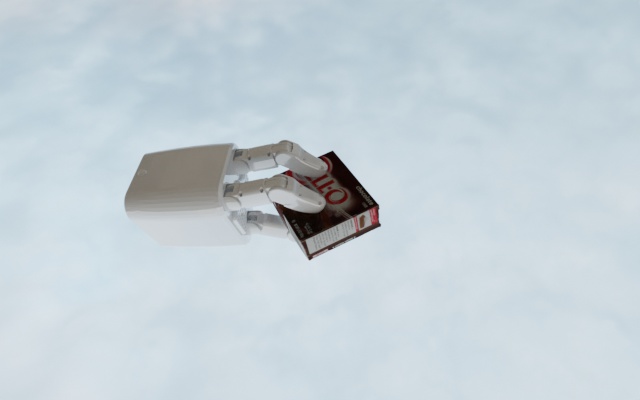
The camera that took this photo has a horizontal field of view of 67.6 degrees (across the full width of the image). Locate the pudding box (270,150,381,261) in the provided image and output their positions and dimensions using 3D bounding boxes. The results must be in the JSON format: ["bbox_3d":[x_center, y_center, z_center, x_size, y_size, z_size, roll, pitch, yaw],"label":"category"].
[{"bbox_3d":[0.000,0.002,0.521,0.090,0.039,0.113,-25,47,-10],"label":"pudding box"}]
